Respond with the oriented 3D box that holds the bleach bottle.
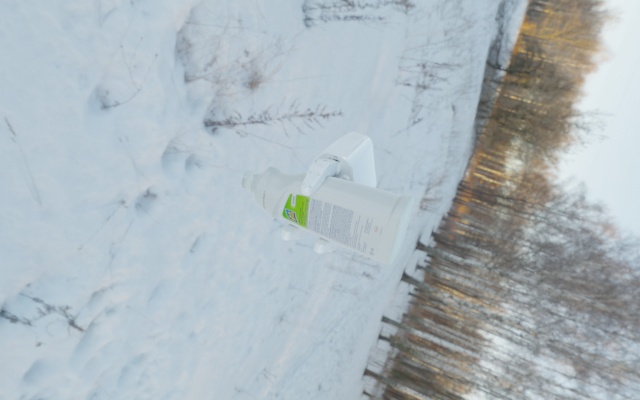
[{"bbox_3d":[0.000,0.002,0.688,0.251,0.103,0.068,20,35,17],"label":"bleach bottle"}]
